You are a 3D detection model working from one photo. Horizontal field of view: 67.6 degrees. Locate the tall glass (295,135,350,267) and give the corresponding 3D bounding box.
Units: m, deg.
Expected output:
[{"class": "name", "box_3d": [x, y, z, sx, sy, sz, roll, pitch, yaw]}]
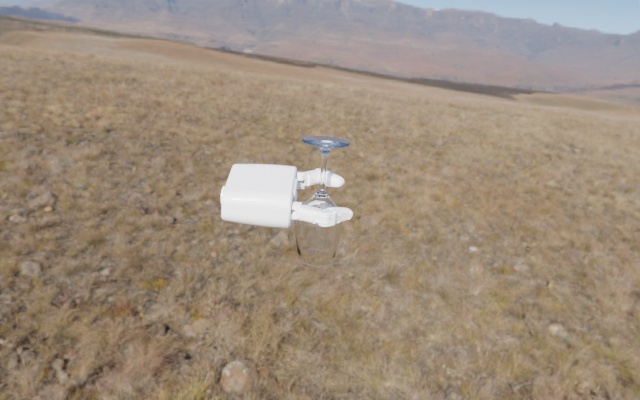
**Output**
[{"class": "tall glass", "box_3d": [0.000, 0.002, 0.762, 0.079, 0.201, 0.079, 4, 20, -1]}]
